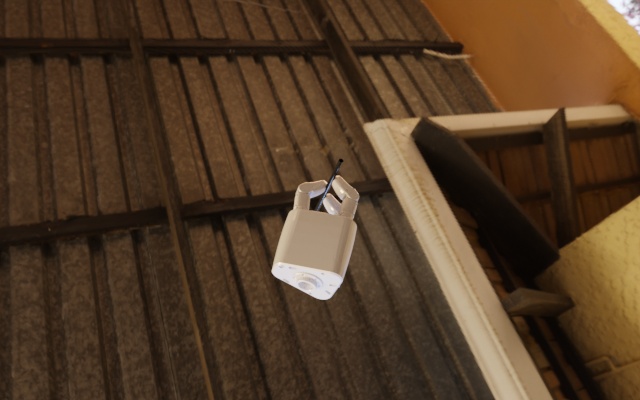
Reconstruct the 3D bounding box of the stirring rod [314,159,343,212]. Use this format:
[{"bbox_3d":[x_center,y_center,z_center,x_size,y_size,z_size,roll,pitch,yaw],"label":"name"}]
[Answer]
[{"bbox_3d":[0.000,0.003,0.864,0.011,0.011,0.240,0,-34,-19],"label":"stirring rod"}]
